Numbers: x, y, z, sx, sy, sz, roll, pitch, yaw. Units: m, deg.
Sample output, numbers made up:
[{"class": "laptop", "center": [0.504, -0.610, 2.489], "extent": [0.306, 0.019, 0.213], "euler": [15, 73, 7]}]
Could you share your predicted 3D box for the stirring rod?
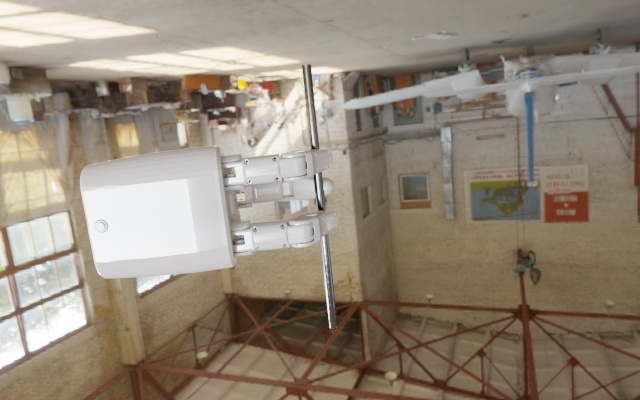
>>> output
[{"class": "stirring rod", "center": [0.000, 0.001, 0.431], "extent": [0.011, 0.239, 0.011], "euler": [-6, 10, 1]}]
